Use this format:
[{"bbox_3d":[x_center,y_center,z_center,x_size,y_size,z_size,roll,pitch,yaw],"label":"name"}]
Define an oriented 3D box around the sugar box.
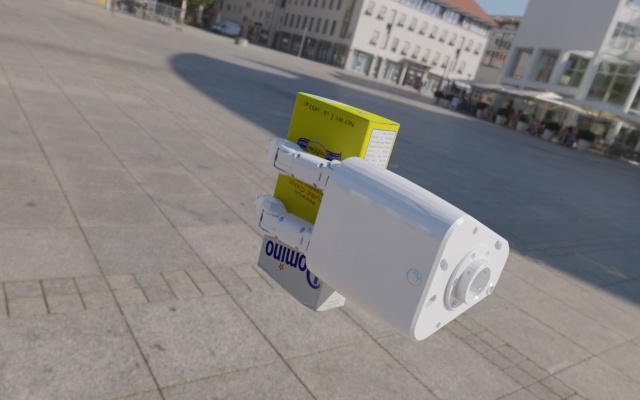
[{"bbox_3d":[0.000,0.001,0.430,0.048,0.176,0.093,0,22,-45],"label":"sugar box"}]
